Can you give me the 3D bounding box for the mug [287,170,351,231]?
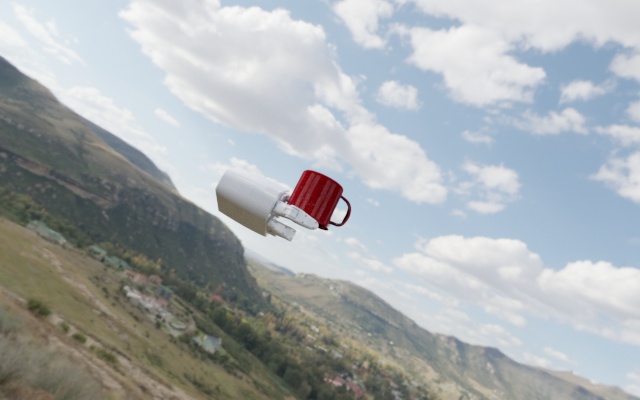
[{"bbox_3d":[0.002,0.003,0.854,0.117,0.081,0.093,26,-10,3],"label":"mug"}]
